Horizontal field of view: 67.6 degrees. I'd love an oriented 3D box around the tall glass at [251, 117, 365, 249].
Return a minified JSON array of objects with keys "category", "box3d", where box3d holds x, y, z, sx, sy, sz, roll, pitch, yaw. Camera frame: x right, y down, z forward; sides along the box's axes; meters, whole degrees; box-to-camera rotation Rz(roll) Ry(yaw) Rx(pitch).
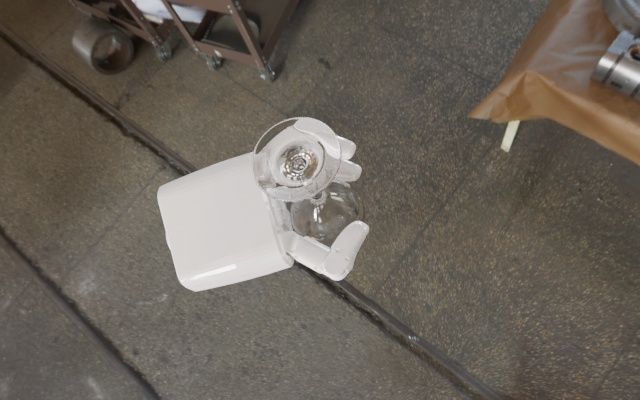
[{"category":"tall glass","box3d":[0.000,0.001,0.468,0.079,0.079,0.201,0,-21,13]}]
